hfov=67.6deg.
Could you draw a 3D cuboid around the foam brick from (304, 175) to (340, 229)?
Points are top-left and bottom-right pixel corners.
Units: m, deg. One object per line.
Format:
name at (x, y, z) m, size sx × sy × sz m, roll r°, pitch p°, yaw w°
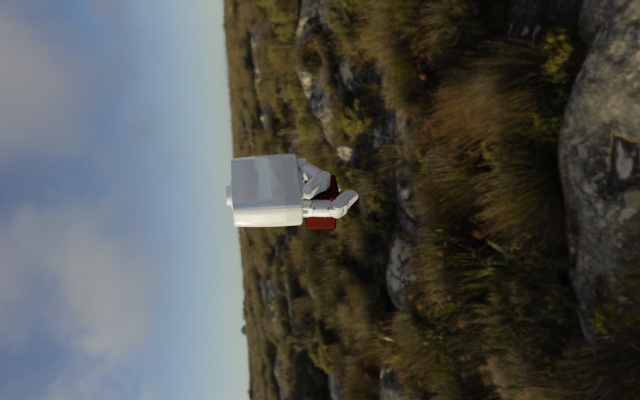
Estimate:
foam brick at (0.000, 0.003, 0.793) m, size 0.051 × 0.078 × 0.053 m, roll -3°, pitch 41°, yaw -7°
